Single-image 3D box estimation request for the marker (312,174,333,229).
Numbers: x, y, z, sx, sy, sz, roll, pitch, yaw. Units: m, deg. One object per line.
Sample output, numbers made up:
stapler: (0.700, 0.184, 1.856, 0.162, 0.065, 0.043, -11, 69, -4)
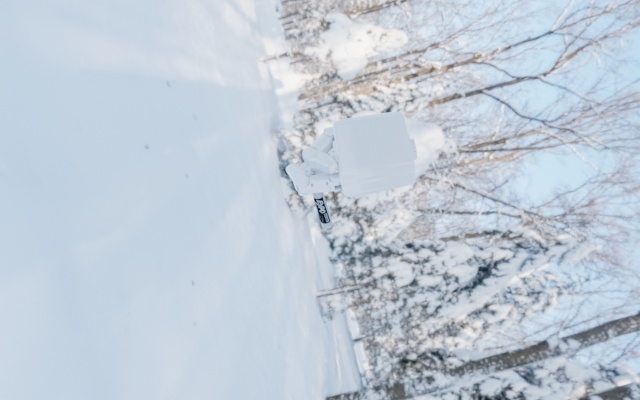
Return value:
marker: (0.000, 0.002, 0.756, 0.020, 0.020, 0.121, 0, -39, 14)
